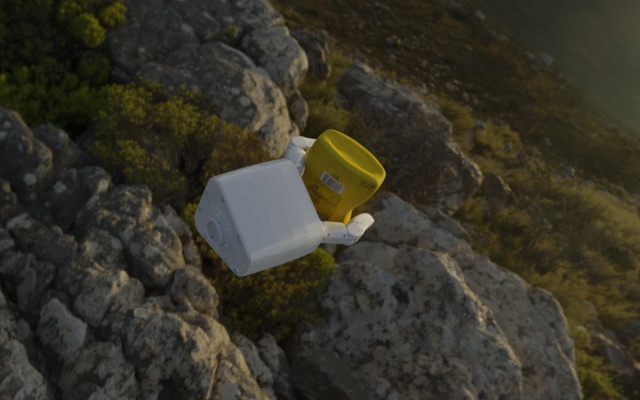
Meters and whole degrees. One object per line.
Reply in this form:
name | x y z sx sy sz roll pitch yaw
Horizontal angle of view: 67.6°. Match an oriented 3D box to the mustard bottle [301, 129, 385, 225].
mustard bottle | 0.000 0.002 0.639 0.096 0.192 0.058 37 42 2
